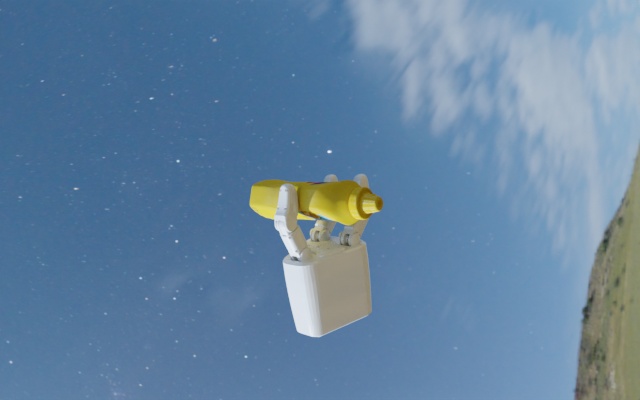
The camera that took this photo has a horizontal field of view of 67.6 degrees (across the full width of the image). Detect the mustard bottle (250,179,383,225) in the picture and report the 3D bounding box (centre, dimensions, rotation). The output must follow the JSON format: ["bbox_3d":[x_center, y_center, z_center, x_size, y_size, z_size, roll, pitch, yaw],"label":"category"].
[{"bbox_3d":[0.000,0.002,0.643,0.191,0.058,0.096,3,-8,41],"label":"mustard bottle"}]
